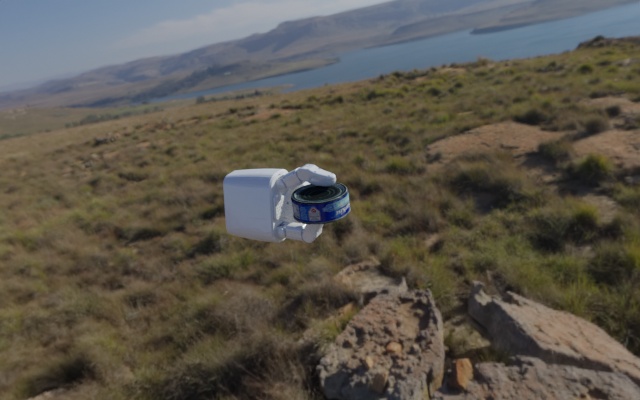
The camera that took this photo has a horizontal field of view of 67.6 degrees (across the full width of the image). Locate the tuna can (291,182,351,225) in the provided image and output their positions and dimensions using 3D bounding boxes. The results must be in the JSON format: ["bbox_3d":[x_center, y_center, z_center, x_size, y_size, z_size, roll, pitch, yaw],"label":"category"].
[{"bbox_3d":[0.000,0.002,0.701,0.086,0.034,0.086,-6,22,3],"label":"tuna can"}]
